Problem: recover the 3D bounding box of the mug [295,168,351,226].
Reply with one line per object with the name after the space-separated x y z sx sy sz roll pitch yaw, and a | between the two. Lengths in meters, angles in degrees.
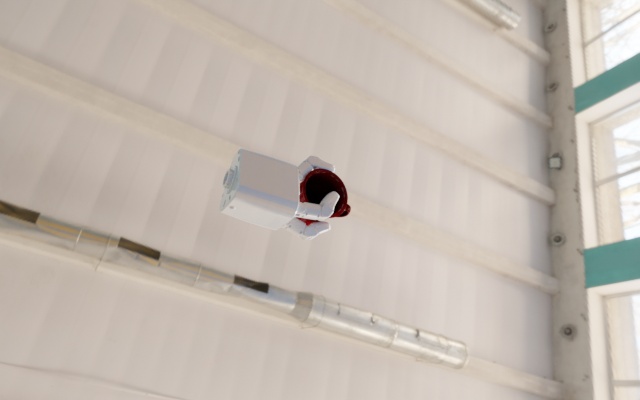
0.001 0.003 0.880 0.117 0.093 0.081 21 -28 -23 | mug
